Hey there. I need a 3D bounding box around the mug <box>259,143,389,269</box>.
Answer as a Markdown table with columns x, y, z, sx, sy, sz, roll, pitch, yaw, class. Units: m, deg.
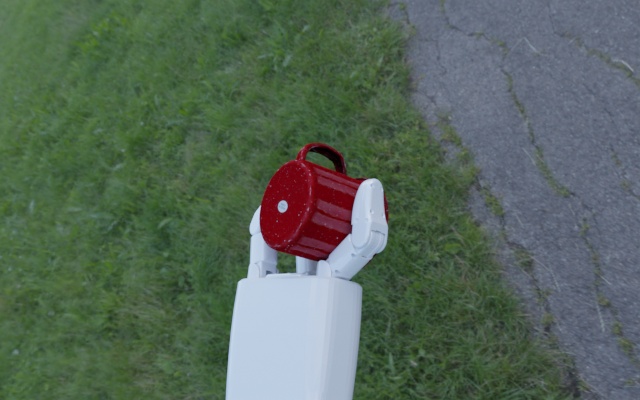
| x | y | z | sx | sy | sz | roll | pitch | yaw | class |
| --- | --- | --- | --- | --- | --- | --- | --- | --- | --- |
| 0.000 | 0.000 | 0.431 | 0.081 | 0.117 | 0.093 | 19 | -25 | -35 | mug |
